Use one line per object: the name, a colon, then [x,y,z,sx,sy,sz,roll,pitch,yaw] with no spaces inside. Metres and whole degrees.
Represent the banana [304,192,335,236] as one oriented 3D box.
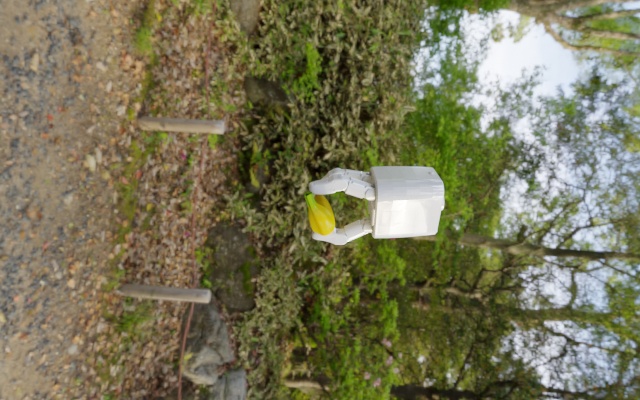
banana: [0.003,0.021,0.762,0.037,0.069,0.198,-8,-1,2]
